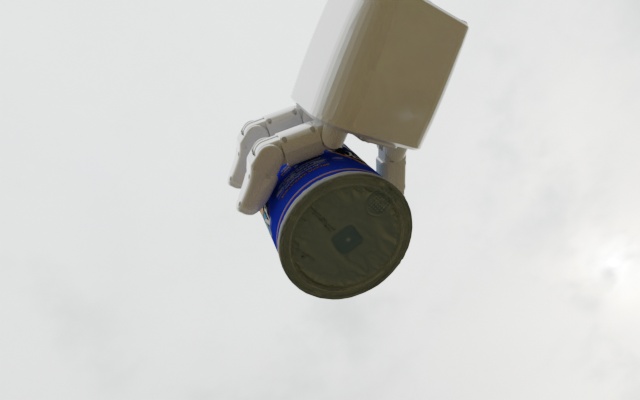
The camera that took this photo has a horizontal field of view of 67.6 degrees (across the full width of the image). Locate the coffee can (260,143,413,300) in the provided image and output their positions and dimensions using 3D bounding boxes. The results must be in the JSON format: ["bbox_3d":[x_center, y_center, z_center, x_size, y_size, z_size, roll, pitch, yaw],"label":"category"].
[{"bbox_3d":[0.000,0.002,0.403,0.103,0.103,0.140,0,23,-19],"label":"coffee can"}]
